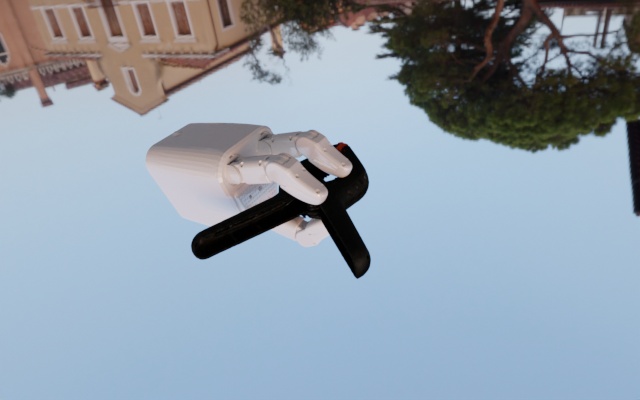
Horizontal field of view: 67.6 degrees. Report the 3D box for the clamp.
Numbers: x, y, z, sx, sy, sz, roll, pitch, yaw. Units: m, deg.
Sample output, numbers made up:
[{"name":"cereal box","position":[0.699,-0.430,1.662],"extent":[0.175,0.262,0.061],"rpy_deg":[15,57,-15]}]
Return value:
[{"name":"clamp","position":[0.000,0.002,0.465],"extent":[0.164,0.036,0.210],"rpy_deg":[9,35,27]}]
